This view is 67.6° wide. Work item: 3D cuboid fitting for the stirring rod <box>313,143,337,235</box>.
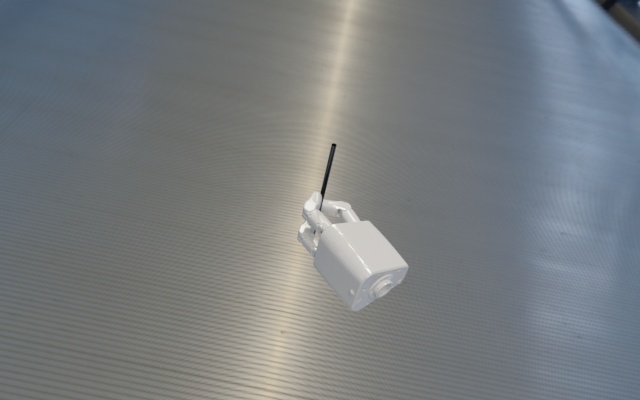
[{"bbox_3d":[0.000,0.003,0.817,0.011,0.240,0.011,8,41,-7],"label":"stirring rod"}]
